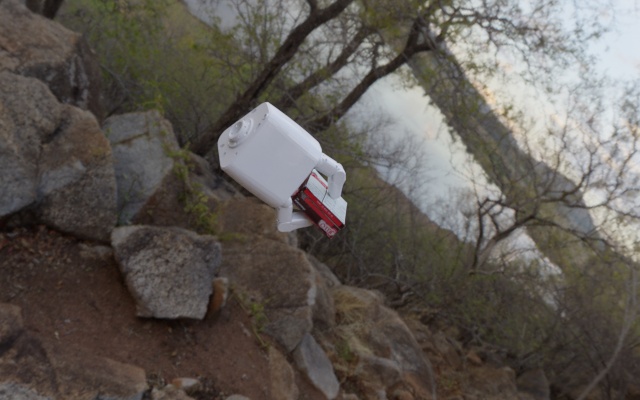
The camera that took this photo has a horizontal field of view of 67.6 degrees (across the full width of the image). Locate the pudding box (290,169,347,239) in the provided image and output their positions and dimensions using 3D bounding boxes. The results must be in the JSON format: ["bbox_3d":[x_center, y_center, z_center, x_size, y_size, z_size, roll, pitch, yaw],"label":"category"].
[{"bbox_3d":[0.000,0.002,0.768,0.039,0.090,0.113,-41,10,17],"label":"pudding box"}]
